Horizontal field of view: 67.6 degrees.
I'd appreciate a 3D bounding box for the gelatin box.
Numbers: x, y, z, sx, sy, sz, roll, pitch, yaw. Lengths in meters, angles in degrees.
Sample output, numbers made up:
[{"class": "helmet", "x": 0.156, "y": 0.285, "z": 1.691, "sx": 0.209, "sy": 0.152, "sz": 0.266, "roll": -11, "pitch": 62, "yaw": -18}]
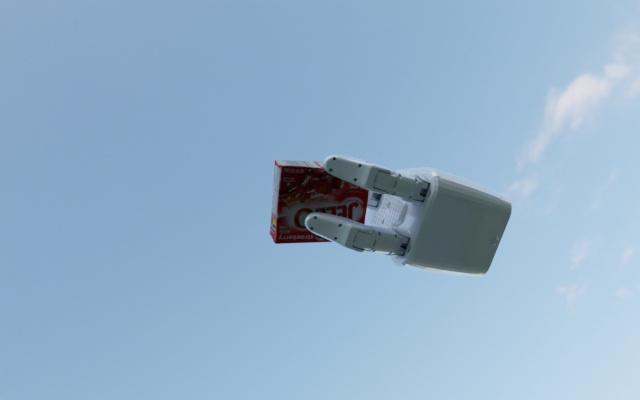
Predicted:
[{"class": "gelatin box", "x": 0.000, "y": 0.001, "z": 0.445, "sx": 0.089, "sy": 0.073, "sz": 0.030, "roll": 1, "pitch": 16, "yaw": -19}]
